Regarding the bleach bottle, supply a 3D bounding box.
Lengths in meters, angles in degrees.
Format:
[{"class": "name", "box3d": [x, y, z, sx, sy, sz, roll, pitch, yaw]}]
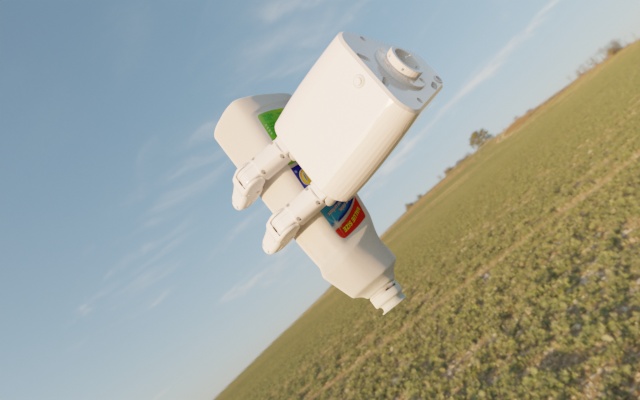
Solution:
[{"class": "bleach bottle", "box3d": [0.000, 0.002, 0.485, 0.102, 0.250, 0.068, -20, -24, -49]}]
